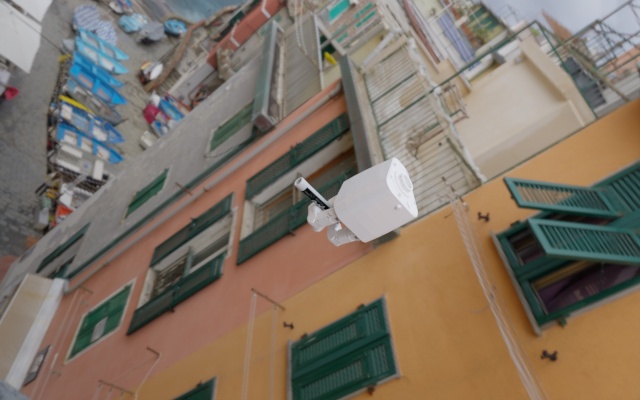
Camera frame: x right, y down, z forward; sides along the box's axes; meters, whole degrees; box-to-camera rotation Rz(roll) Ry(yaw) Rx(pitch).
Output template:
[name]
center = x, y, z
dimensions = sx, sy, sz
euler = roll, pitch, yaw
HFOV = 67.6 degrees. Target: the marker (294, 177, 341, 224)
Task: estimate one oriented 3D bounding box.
[marker]
center = 0.000, 0.003, 0.844
dimensions = 0.020, 0.020, 0.121
euler = 0, -36, 51
